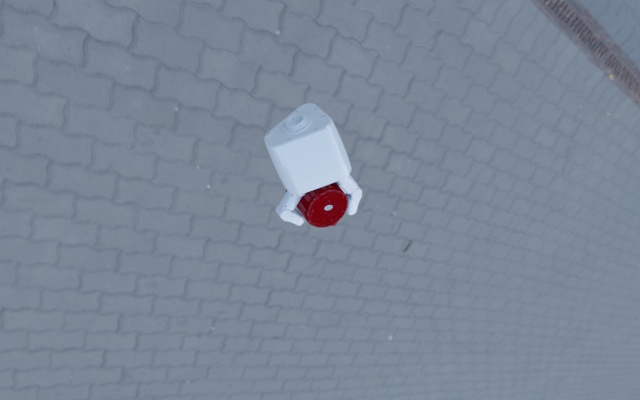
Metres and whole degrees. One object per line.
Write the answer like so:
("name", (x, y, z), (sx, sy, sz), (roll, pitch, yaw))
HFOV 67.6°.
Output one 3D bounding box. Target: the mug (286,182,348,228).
("mug", (0.001, 0.004, 0.855), (0.093, 0.117, 0.081), (-31, 42, -7))
